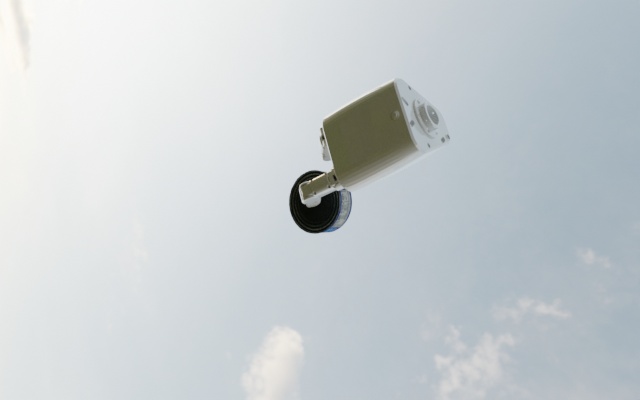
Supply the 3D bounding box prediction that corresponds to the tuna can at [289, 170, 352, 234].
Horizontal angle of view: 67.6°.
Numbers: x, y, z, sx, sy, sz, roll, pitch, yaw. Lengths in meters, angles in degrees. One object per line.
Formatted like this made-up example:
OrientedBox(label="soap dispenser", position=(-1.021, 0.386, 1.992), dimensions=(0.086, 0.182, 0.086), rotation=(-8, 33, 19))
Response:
OrientedBox(label="tuna can", position=(0.000, 0.002, 0.653), dimensions=(0.086, 0.086, 0.034), rotation=(0, -1, 36))
